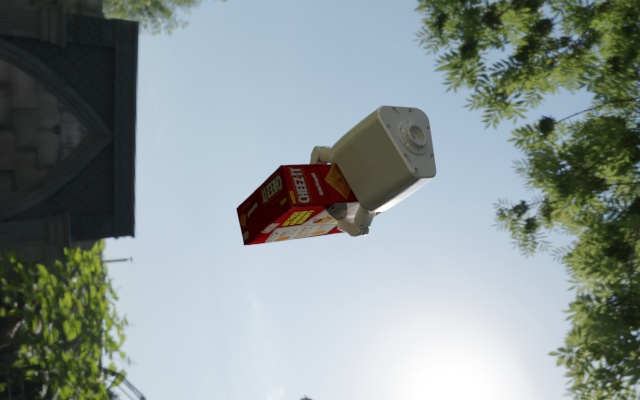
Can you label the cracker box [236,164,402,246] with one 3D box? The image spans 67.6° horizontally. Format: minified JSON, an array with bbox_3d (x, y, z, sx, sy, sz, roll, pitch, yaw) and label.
[{"bbox_3d":[0.000,0.003,0.741,0.213,0.072,0.164,-4,-20,-35],"label":"cracker box"}]
